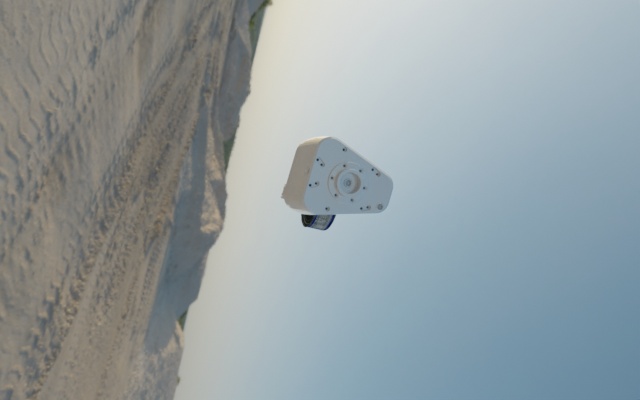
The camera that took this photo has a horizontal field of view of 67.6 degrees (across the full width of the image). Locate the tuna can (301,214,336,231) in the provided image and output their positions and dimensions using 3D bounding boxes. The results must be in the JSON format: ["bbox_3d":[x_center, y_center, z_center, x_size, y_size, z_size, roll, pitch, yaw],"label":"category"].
[{"bbox_3d":[0.001,0.003,0.734,0.034,0.086,0.086,14,-4,-17],"label":"tuna can"}]
